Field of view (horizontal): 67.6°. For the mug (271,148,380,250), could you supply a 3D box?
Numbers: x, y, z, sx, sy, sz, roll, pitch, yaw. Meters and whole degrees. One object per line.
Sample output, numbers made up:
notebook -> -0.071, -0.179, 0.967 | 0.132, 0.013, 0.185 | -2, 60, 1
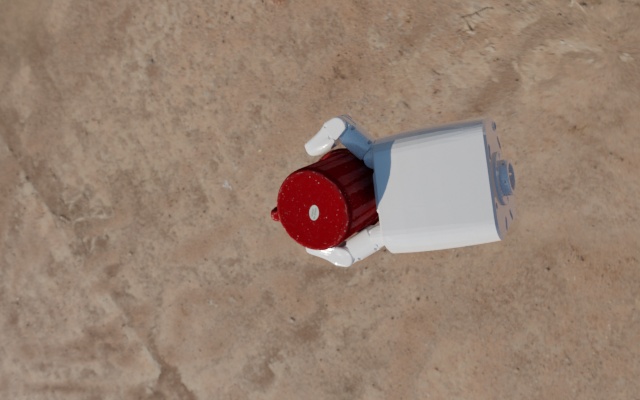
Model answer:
mug -> -0.001, 0.002, 0.485 | 0.117, 0.093, 0.081 | -10, 10, 32
